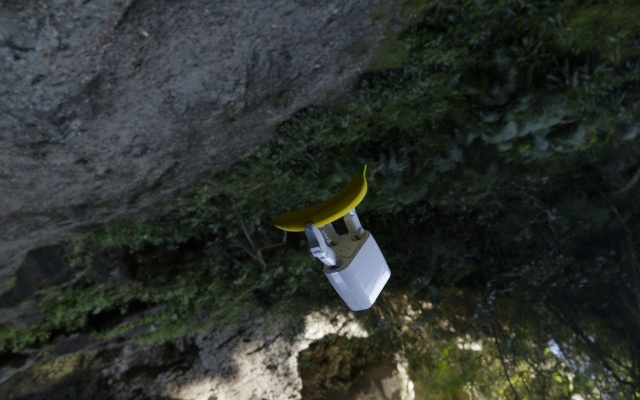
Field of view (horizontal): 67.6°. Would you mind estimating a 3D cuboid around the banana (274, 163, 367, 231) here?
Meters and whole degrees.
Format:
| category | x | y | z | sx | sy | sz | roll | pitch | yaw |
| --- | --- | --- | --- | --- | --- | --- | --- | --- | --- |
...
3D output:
| category | x | y | z | sx | sy | sz | roll | pitch | yaw |
| --- | --- | --- | --- | --- | --- | --- | --- | --- | --- |
| banana | 0.006 | 0.012 | 0.833 | 0.198 | 0.037 | 0.069 | -31 | 36 | 10 |
